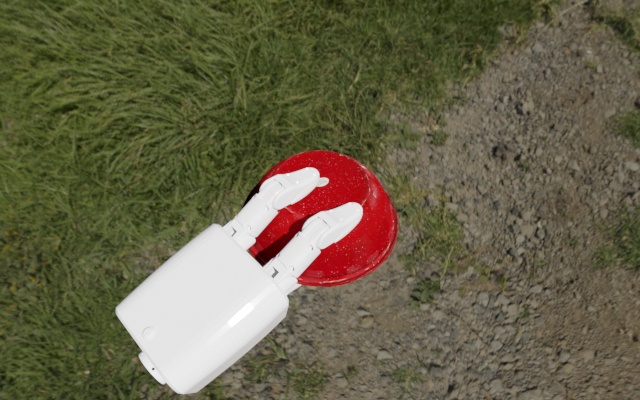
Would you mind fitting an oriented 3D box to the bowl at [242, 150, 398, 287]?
[{"bbox_3d":[0.001,0.000,0.470,0.162,0.162,0.055,0,-41,-3],"label":"bowl"}]
